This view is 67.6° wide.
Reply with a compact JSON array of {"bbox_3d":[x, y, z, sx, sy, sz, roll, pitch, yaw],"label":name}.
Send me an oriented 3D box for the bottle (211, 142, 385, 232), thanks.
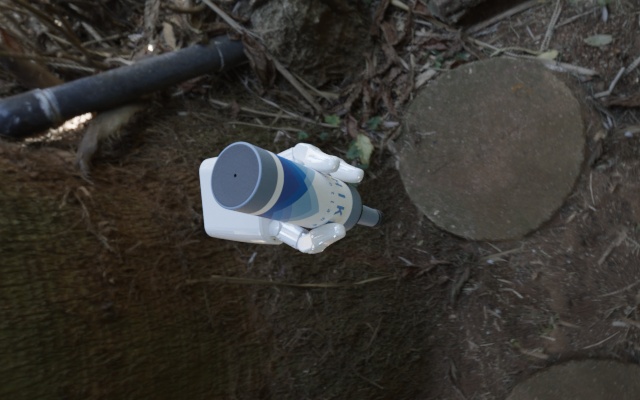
[{"bbox_3d":[0.000,0.002,0.573,0.069,0.069,0.296,0,-10,34],"label":"bottle"}]
